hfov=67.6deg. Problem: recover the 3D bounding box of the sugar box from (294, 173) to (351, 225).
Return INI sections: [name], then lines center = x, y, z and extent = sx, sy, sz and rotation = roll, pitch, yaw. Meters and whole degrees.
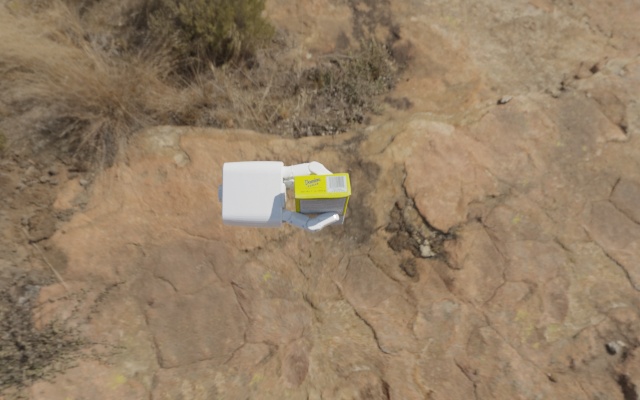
[sugar box]
center = 0.000, 0.002, 0.862
extent = 0.093, 0.048, 0.176
rotation = -2, -16, -3
